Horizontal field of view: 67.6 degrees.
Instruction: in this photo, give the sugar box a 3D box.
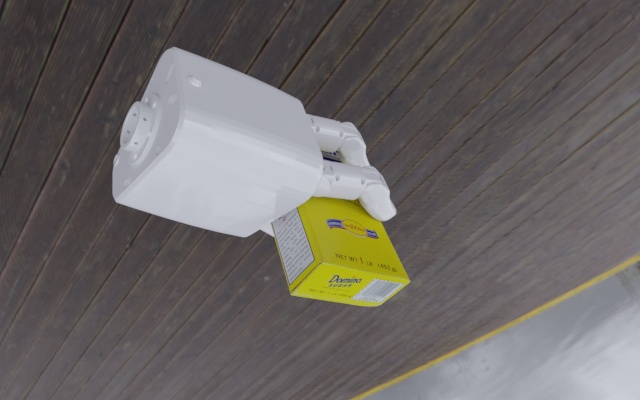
[{"bbox_3d":[0.000,0.001,0.402,0.093,0.176,0.048,18,-51,-38],"label":"sugar box"}]
